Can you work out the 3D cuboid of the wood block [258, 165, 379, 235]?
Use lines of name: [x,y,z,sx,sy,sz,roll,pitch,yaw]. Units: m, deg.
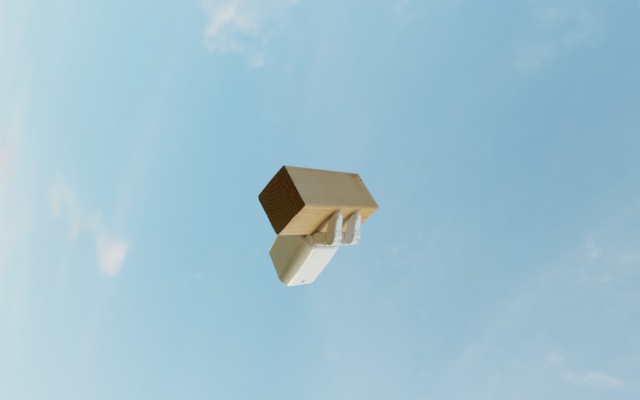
wood block: [0.000,0.003,0.894,0.206,0.090,0.090,2,-41,-48]
